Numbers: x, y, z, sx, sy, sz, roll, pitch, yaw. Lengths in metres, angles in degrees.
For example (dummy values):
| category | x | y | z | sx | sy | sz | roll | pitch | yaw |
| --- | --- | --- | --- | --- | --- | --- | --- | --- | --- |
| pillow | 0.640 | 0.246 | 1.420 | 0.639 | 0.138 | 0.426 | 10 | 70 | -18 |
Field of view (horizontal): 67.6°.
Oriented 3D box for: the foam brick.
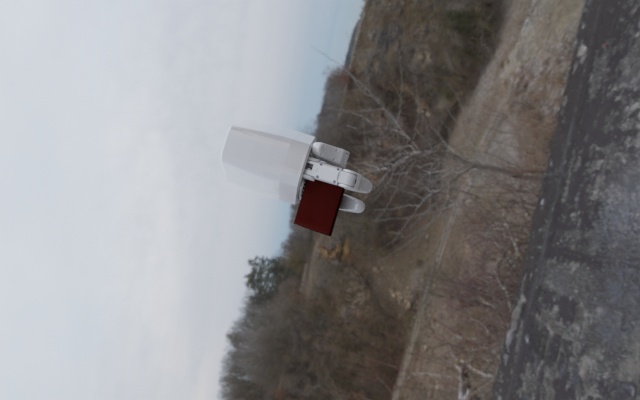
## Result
| category | x | y | z | sx | sy | sz | roll | pitch | yaw |
| --- | --- | --- | --- | --- | --- | --- | --- | --- | --- |
| foam brick | 0.000 | 0.002 | 0.636 | 0.051 | 0.078 | 0.053 | 17 | -1 | -1 |
